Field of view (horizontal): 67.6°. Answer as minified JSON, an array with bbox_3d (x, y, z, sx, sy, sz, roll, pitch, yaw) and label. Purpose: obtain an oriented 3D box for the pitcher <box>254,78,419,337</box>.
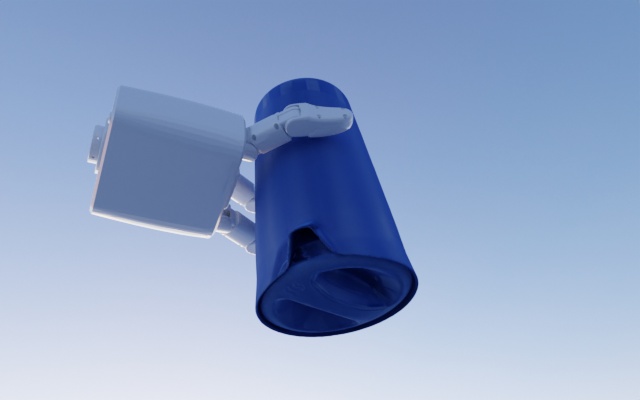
[{"bbox_3d":[0.000,0.001,0.465,0.145,0.242,0.149,11,-44,-24],"label":"pitcher"}]
